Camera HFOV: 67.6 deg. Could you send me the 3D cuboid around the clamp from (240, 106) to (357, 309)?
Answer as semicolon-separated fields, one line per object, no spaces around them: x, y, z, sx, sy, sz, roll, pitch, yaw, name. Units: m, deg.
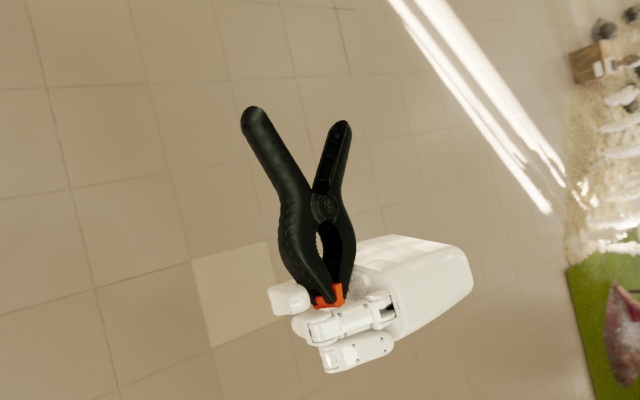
0.000;0.001;0.407;0.120;0.171;0.039;-14;1;-41;clamp
